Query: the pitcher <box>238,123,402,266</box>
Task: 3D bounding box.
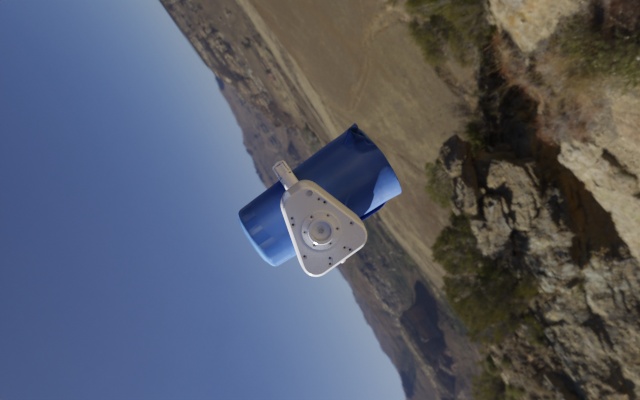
[{"bbox_3d":[0.000,0.002,0.766,0.243,0.149,0.145,-34,6,0],"label":"pitcher"}]
